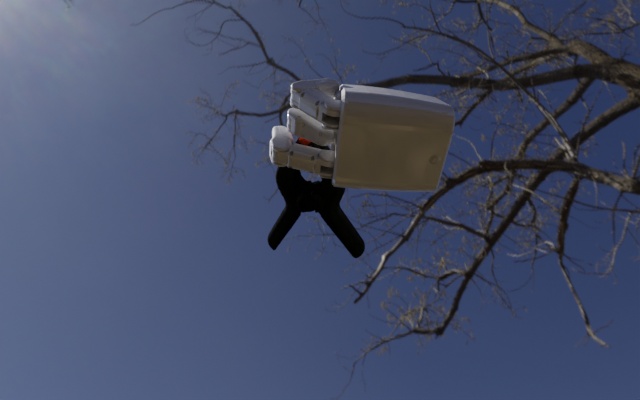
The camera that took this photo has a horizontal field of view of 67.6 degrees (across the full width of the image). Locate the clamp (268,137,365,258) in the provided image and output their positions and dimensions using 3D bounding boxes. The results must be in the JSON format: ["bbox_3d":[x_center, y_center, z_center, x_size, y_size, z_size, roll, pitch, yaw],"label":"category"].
[{"bbox_3d":[0.000,0.001,0.549,0.120,0.172,0.039,7,40,1],"label":"clamp"}]
